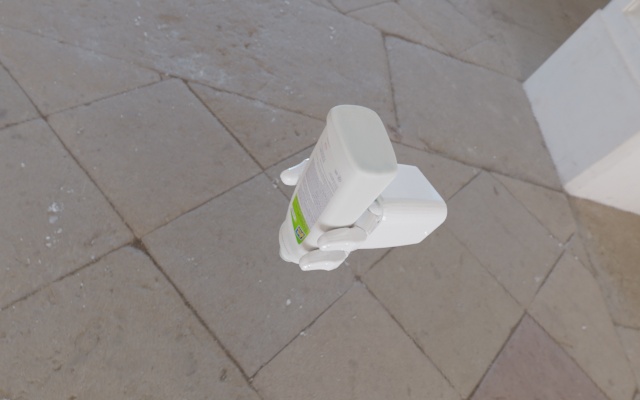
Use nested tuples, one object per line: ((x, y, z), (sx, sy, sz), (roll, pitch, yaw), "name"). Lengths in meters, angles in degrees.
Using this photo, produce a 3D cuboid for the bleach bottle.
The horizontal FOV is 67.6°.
((0.000, 0.002, 0.598), (0.068, 0.102, 0.251), (-1, -31, -28), "bleach bottle")
